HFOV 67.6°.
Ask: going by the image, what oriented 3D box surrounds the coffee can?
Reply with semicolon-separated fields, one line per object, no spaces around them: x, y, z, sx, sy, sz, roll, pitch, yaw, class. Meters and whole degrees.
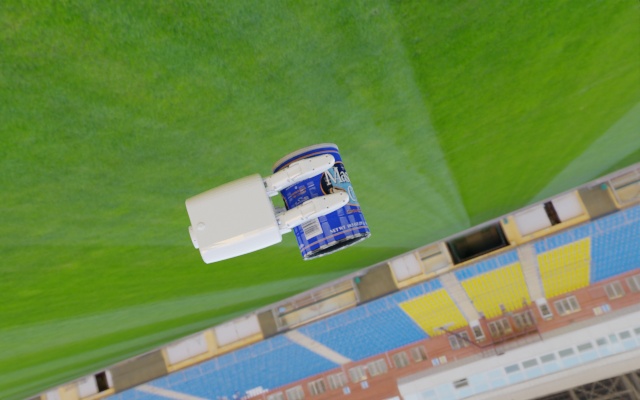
0.000;0.002;0.688;0.103;0.140;0.103;-19;-12;-4;coffee can
